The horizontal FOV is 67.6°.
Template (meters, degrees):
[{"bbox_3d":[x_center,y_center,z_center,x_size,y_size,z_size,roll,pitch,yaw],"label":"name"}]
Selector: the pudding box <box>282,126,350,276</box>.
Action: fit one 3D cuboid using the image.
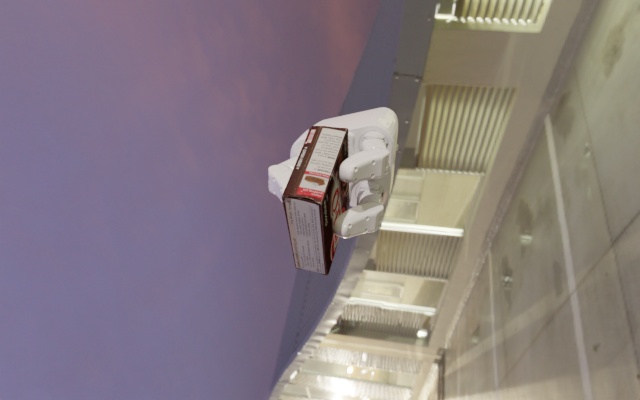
[{"bbox_3d":[0.000,0.001,0.441,0.039,0.090,0.114,8,-38,13],"label":"pudding box"}]
